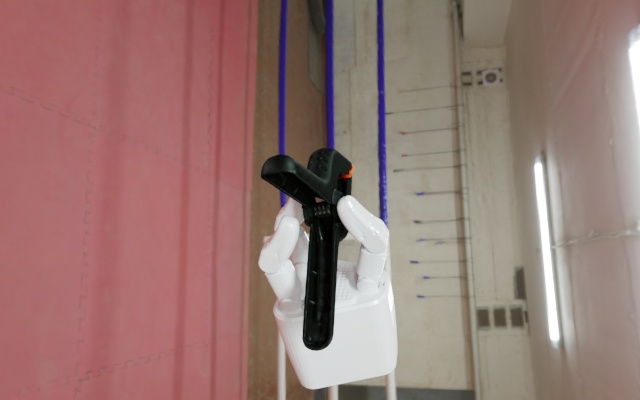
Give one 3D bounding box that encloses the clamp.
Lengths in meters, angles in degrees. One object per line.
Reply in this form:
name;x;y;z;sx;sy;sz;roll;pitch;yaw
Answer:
clamp;0.001;0.001;0.431;0.036;0.165;0.209;-4;30;15
